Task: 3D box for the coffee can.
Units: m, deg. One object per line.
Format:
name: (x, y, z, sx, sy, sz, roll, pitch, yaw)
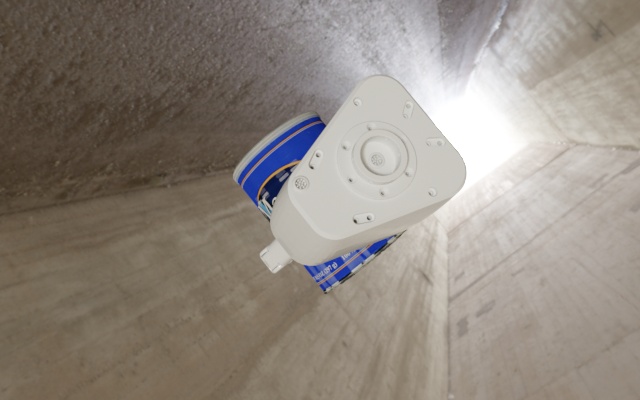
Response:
coffee can: (0.000, 0.001, 0.455, 0.103, 0.140, 0.103, -38, -5, -4)
